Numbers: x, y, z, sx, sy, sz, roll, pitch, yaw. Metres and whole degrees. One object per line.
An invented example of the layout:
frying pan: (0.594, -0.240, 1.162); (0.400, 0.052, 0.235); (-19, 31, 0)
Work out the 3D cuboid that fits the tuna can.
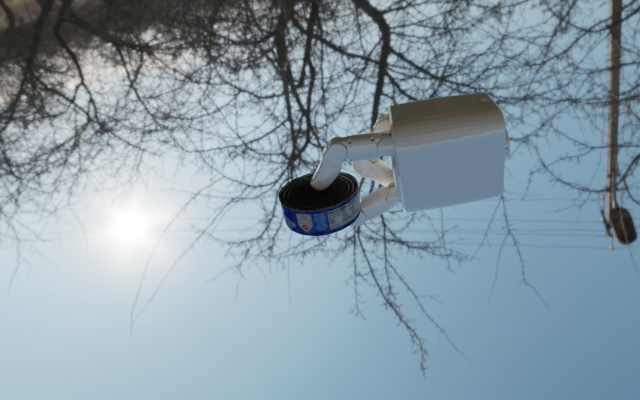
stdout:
tuna can: (0.000, 0.002, 0.514); (0.086, 0.034, 0.086); (-8, 29, 5)
